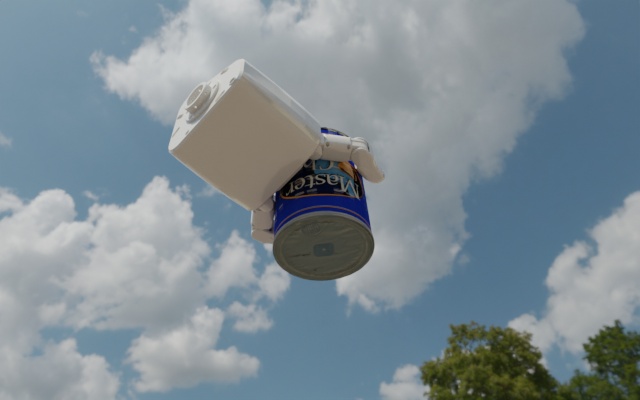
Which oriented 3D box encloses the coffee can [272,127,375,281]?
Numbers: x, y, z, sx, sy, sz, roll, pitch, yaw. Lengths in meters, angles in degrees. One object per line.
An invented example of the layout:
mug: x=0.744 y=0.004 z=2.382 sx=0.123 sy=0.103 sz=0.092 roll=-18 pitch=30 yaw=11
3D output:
coffee can: x=0.000 y=0.002 z=0.527 sx=0.103 sy=0.103 sz=0.140 roll=-2 pitch=45 yaw=-2
